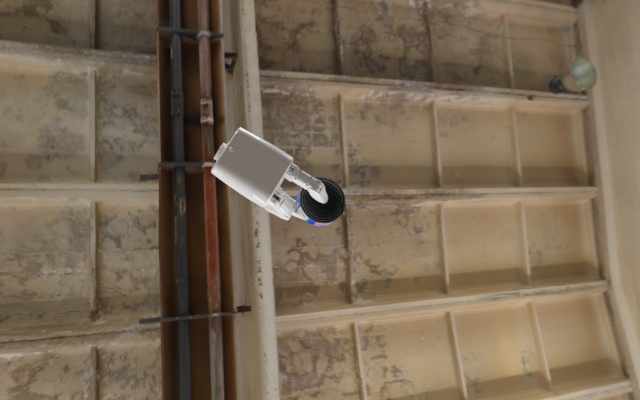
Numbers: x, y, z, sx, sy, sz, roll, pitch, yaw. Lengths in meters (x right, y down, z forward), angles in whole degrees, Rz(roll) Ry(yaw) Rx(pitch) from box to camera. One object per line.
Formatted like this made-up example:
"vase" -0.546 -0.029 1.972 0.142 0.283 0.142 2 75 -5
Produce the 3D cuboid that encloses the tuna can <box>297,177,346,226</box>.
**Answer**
"tuna can" 0.000 0.003 0.870 0.086 0.086 0.034 0 -14 -16
